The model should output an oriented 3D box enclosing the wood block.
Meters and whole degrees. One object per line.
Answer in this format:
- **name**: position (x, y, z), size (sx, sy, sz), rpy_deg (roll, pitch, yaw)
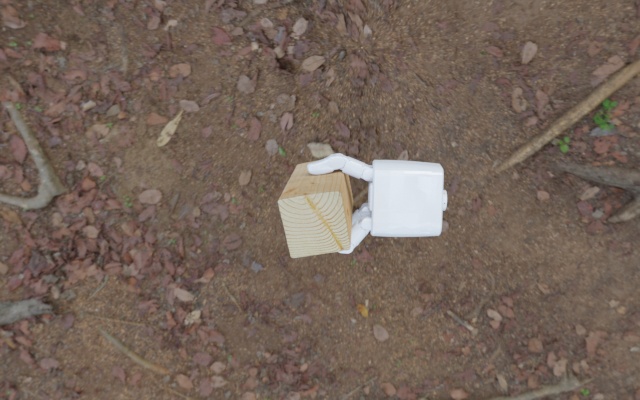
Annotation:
- **wood block**: position (0.000, 0.002, 0.757), size (0.090, 0.091, 0.206), rpy_deg (-9, 17, 7)
